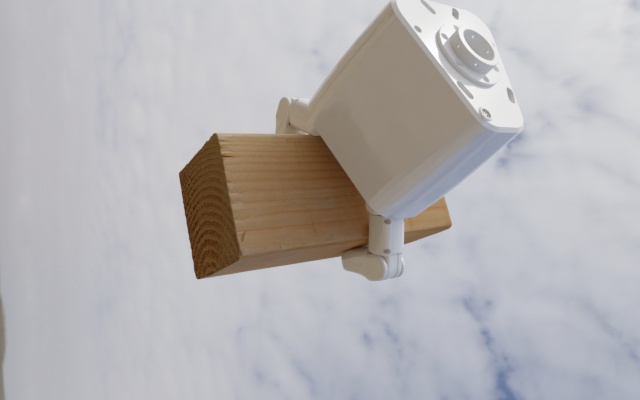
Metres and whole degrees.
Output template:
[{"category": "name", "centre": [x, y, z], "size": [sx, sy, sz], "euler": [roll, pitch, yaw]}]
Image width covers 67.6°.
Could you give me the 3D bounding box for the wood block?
[{"category": "wood block", "centre": [0.000, 0.001, 0.404], "size": [0.206, 0.091, 0.090], "euler": [-4, -14, -35]}]
